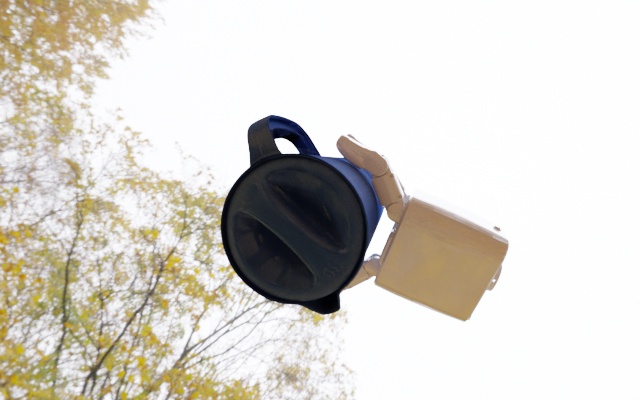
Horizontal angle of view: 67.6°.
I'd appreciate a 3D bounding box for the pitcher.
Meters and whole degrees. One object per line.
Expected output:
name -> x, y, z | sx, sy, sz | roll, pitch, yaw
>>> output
pitcher -> 0.000, 0.002, 0.516 | 0.145, 0.149, 0.243 | 23, 12, 10
